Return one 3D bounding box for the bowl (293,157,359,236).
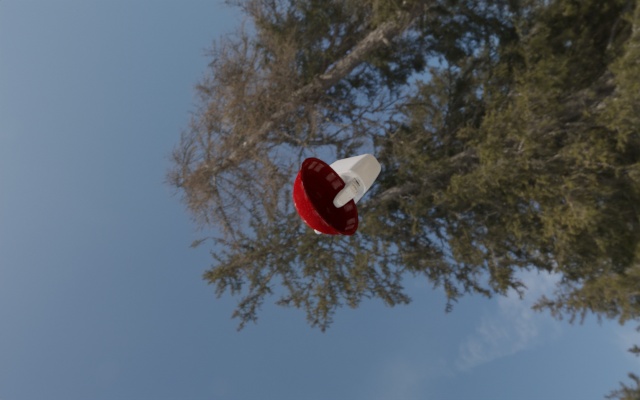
[{"bbox_3d":[-0.001,0.003,0.877,0.055,0.162,0.162,-32,-16,27],"label":"bowl"}]
